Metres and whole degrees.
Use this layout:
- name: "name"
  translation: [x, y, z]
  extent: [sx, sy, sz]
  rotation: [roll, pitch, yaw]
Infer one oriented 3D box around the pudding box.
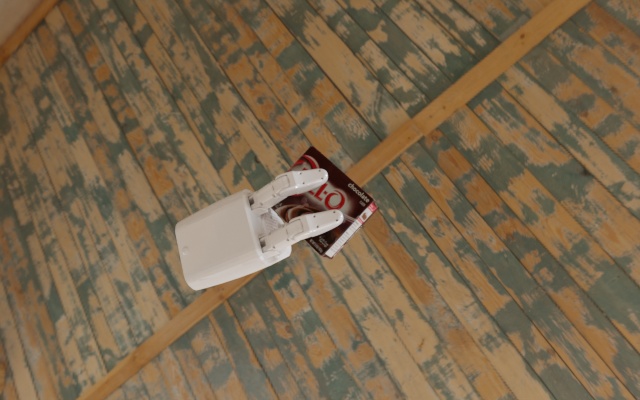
- name: "pudding box"
  translation: [0.000, 0.002, 0.577]
  extent: [0.113, 0.090, 0.039]
  rotation: [43, 2, 23]
